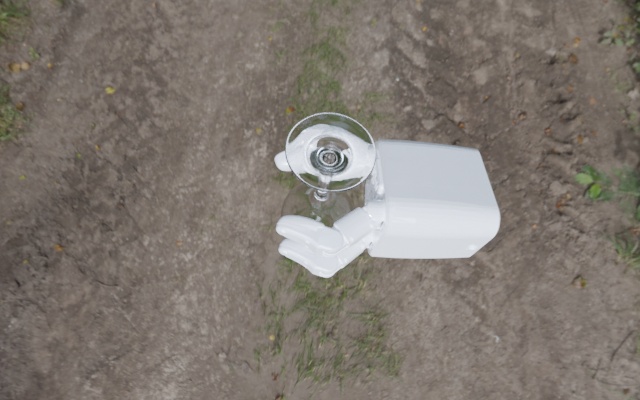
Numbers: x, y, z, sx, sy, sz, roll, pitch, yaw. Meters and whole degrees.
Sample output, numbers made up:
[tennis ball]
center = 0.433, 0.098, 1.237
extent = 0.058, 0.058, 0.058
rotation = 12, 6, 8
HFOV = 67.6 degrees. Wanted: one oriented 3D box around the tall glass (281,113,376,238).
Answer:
[tall glass]
center = 0.000, 0.001, 0.474
extent = 0.079, 0.079, 0.201
rotation = 0, -25, -6
